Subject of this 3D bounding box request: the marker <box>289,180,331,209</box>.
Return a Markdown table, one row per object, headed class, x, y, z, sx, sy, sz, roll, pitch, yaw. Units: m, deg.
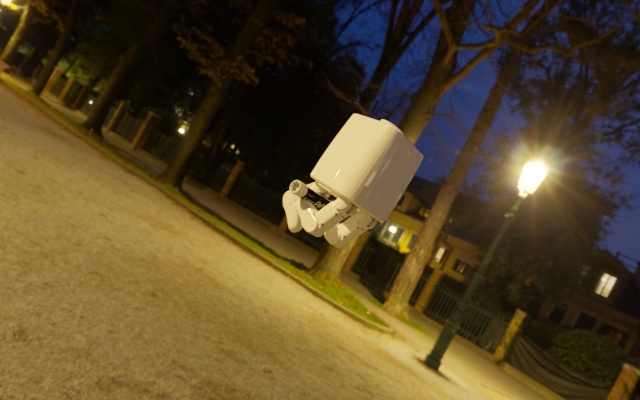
| class | x | y | z | sx | sy | sz | roll | pitch | yaw |
| --- | --- | --- | --- | --- | --- | --- | --- | --- | --- |
| marker | 0.000 | 0.002 | 0.654 | 0.020 | 0.020 | 0.121 | 0 | -19 | 35 |
